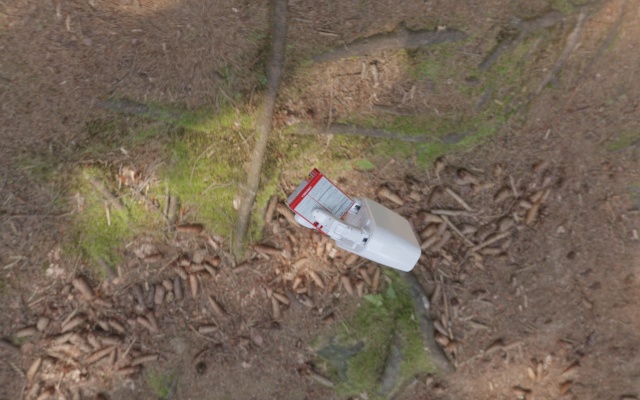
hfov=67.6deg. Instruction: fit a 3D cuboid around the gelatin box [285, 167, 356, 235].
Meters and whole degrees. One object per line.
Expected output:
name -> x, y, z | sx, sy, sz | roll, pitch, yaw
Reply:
gelatin box -> 0.000, 0.003, 0.763 | 0.089, 0.073, 0.030 | 39, 5, -32
